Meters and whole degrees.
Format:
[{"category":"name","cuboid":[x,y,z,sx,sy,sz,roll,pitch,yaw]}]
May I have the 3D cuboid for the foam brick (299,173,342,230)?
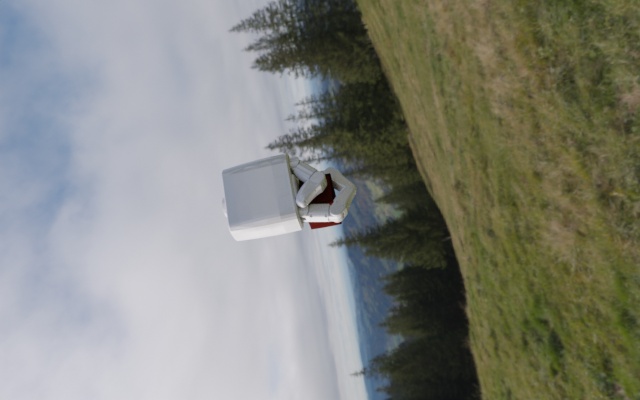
[{"category":"foam brick","cuboid":[0.000,0.003,0.755,0.051,0.053,0.078,-13,-33,3]}]
